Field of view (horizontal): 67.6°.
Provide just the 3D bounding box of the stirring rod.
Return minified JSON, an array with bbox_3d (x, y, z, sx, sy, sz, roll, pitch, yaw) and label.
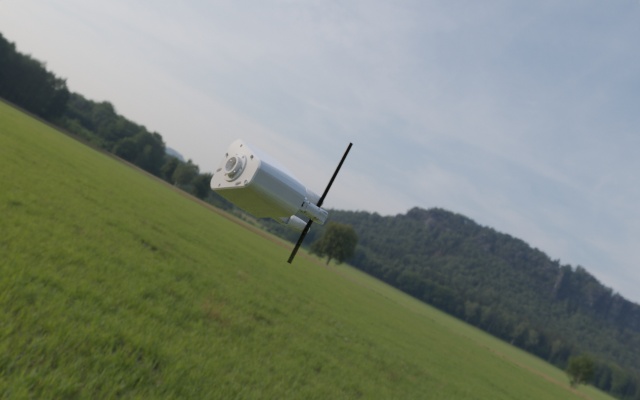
[{"bbox_3d":[0.000,0.003,0.845,0.011,0.239,0.011,27,-7,4],"label":"stirring rod"}]
